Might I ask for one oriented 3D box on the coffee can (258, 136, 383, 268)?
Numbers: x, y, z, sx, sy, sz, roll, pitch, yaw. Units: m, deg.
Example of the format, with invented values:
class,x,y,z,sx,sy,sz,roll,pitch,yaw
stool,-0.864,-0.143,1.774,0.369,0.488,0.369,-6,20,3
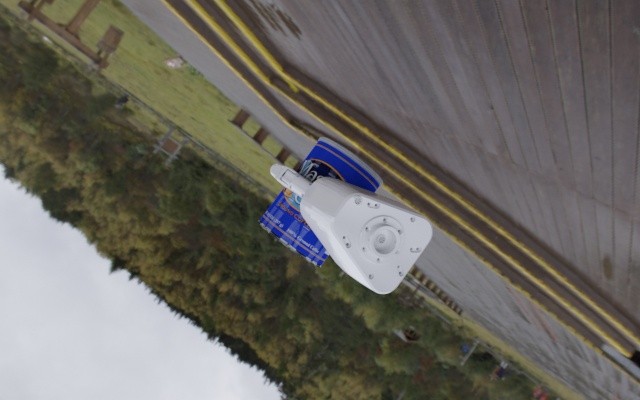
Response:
class,x,y,z,sx,sy,sz,roll,pitch,yaw
coffee can,0.000,0.002,0.630,0.103,0.140,0.103,36,-2,2
